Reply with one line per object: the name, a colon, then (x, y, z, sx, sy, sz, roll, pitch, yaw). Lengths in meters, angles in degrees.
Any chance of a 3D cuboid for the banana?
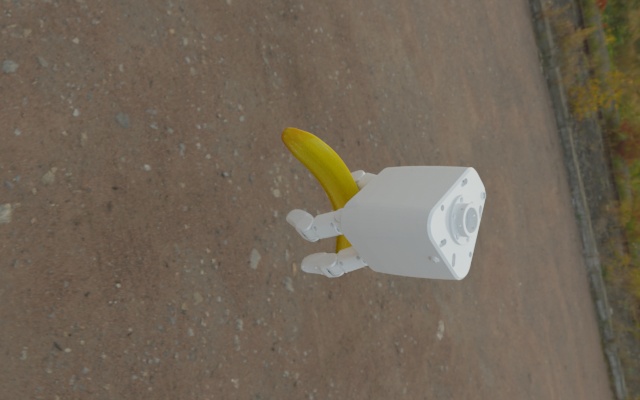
banana: (0.015, -0.004, 0.564, 0.069, 0.198, 0.037, -32, 26, -28)
